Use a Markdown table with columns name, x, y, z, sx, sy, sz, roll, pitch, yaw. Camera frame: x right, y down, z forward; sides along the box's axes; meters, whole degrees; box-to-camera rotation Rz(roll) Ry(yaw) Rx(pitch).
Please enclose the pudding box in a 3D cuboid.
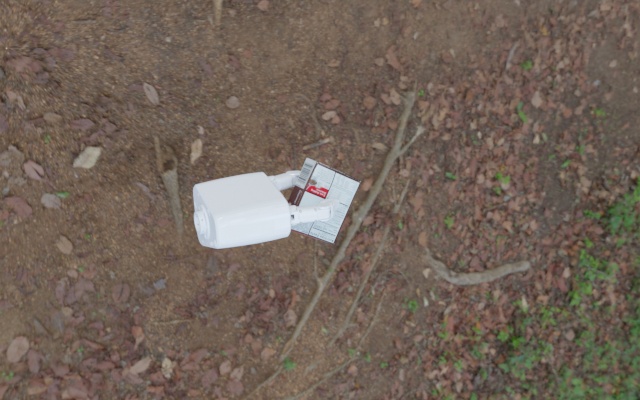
| name | x | y | z | sx | sy | sz | roll | pitch | yaw |
| --- | --- | --- | --- | --- | --- | --- | --- | --- | --- |
| pudding box | 0.000 | 0.002 | 0.740 | 0.090 | 0.113 | 0.039 | 22 | 5 | -32 |
